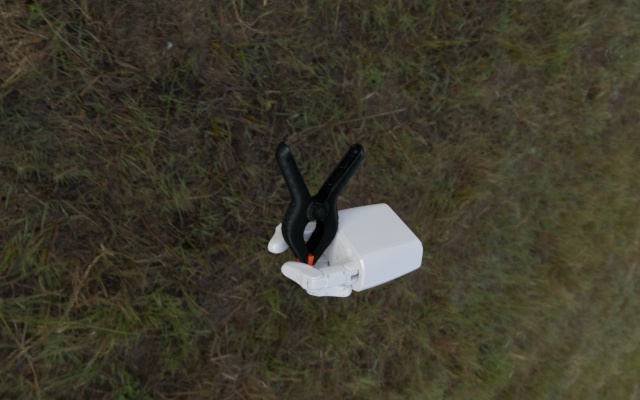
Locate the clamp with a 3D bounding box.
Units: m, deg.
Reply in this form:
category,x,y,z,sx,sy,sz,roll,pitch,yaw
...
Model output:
category,x,y,z,sx,sy,sz,roll,pitch,yaw
clamp,0.000,0.002,0.605,0.120,0.171,0.039,-9,28,-21
